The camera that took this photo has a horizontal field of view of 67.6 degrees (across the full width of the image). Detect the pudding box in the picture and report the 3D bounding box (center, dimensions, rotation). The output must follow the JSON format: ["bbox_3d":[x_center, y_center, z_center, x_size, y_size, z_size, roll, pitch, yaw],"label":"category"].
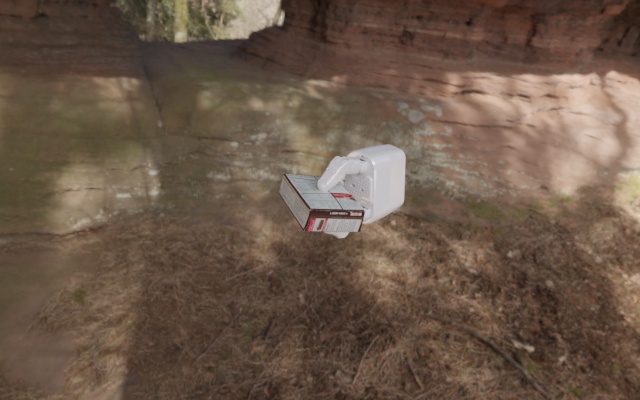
[{"bbox_3d":[0.000,0.002,0.690,0.090,0.039,0.113,2,27,-26],"label":"pudding box"}]
